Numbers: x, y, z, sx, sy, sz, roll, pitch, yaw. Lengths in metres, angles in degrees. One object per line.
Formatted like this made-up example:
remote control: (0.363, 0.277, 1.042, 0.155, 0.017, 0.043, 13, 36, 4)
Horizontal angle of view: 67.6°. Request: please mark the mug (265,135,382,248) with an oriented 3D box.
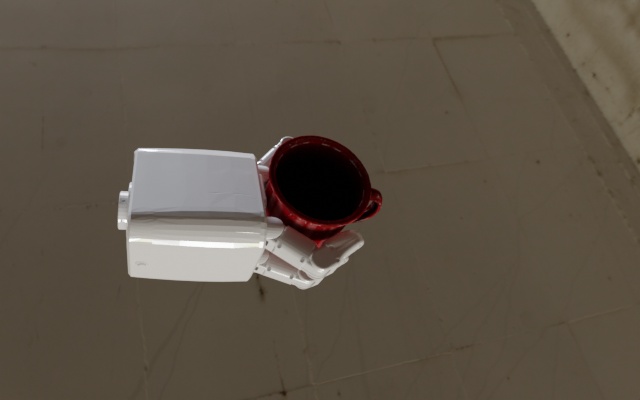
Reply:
mug: (0.001, 0.002, 0.448, 0.117, 0.093, 0.081, 3, -31, -19)
